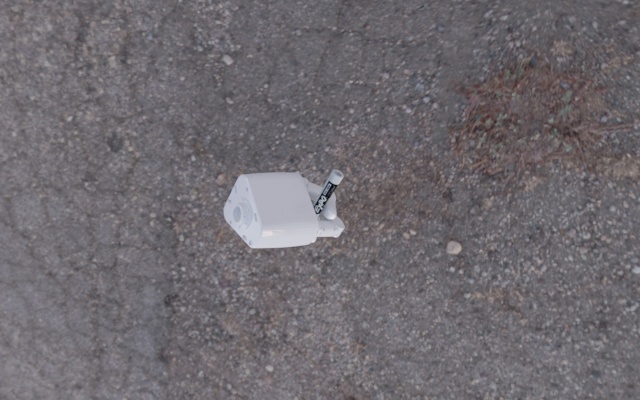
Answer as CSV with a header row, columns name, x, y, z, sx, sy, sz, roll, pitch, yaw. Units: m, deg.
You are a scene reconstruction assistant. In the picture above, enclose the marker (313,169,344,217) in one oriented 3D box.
name,x,y,z,sx,sy,sz,roll,pitch,yaw
marker,0.000,0.002,0.753,0.020,0.121,0.020,22,34,-15
